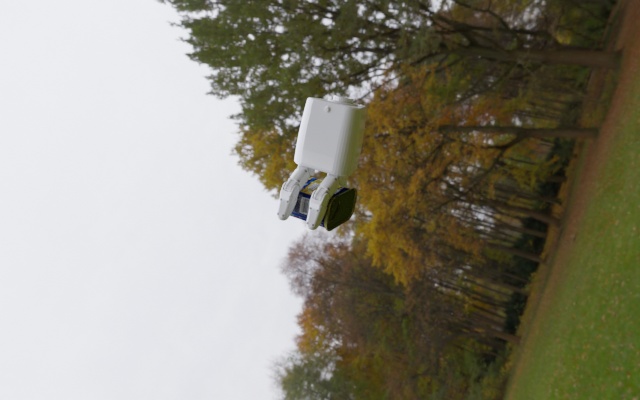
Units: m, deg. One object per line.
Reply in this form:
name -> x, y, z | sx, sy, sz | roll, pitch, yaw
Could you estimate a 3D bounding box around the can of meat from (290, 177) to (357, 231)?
can of meat -> 0.000, 0.003, 0.785 | 0.084, 0.057, 0.102 | 18, 22, 24
